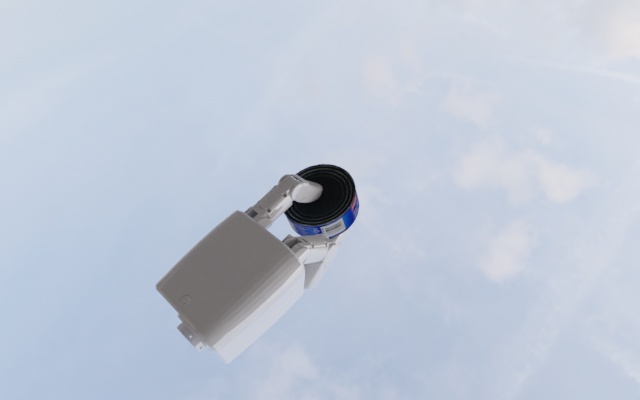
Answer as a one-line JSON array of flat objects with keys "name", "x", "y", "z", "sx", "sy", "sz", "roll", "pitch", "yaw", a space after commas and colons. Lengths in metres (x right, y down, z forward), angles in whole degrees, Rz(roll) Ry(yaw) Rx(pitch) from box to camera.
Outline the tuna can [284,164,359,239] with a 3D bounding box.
[{"name": "tuna can", "x": 0.000, "y": 0.002, "z": 0.538, "sx": 0.086, "sy": 0.086, "sz": 0.034, "roll": 0, "pitch": -36, "yaw": 16}]
